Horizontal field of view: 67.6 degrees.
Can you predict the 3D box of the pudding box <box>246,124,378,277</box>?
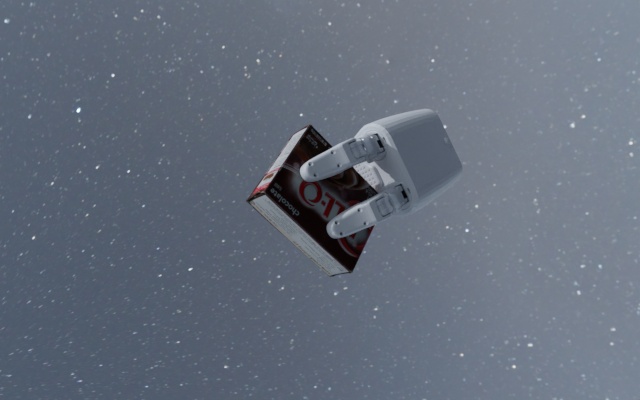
[{"bbox_3d":[0.000,0.001,0.442,0.113,0.090,0.039,42,-37,-18],"label":"pudding box"}]
